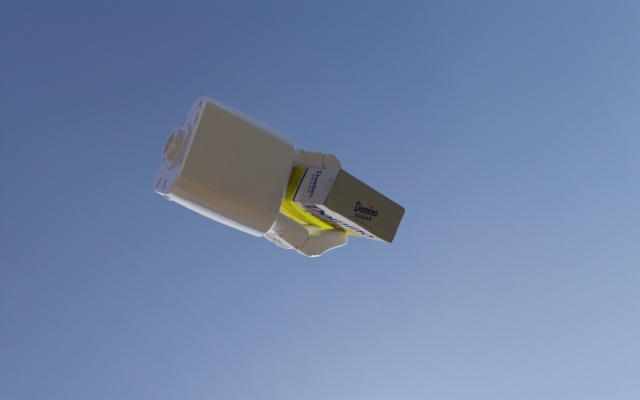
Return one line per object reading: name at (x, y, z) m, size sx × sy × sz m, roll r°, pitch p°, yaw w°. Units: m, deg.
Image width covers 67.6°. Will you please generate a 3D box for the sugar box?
sugar box at (0.000, 0.002, 0.532) m, size 0.093 × 0.048 × 0.176 m, roll 30°, pitch -9°, yaw -29°
